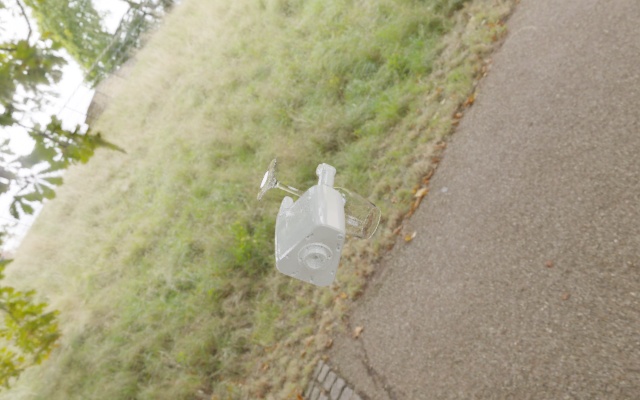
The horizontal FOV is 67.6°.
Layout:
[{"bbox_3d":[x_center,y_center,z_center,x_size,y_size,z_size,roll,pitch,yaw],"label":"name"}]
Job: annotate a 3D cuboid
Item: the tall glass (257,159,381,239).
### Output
[{"bbox_3d":[0.000,0.002,0.805,0.201,0.079,0.079,22,-6,-15],"label":"tall glass"}]
